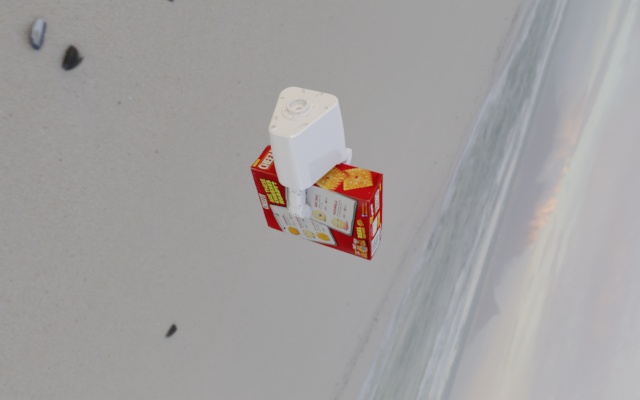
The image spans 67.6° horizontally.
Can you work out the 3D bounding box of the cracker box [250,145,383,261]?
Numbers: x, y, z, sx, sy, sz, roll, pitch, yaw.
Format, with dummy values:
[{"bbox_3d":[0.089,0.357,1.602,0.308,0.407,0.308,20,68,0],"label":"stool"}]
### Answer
[{"bbox_3d":[0.000,0.003,0.829,0.213,0.072,0.164,17,-37,21],"label":"cracker box"}]
